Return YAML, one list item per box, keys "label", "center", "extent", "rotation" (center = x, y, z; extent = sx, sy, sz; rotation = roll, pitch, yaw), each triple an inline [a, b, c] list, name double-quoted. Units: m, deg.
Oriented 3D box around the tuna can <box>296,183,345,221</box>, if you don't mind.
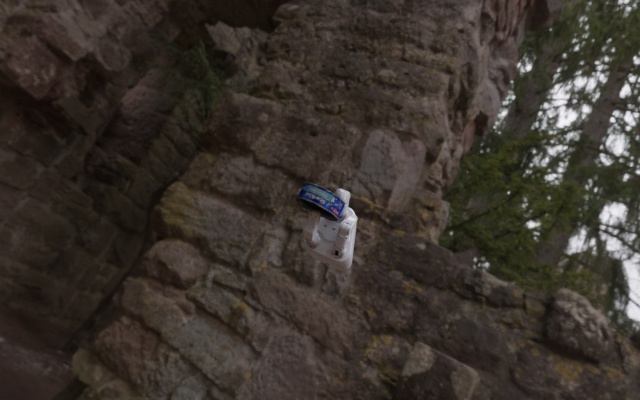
- label: "tuna can"
  center: [0.000, 0.002, 0.862]
  extent: [0.086, 0.033, 0.086]
  rotation: [27, -12, 6]
